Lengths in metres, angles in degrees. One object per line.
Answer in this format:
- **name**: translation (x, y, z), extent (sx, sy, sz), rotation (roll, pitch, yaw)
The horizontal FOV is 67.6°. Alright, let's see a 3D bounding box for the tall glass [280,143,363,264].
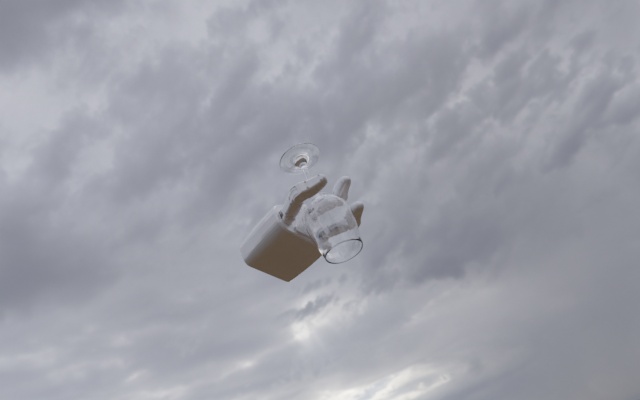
- **tall glass**: translation (0.000, 0.002, 0.764), extent (0.079, 0.201, 0.079), rotation (-17, -36, -13)
